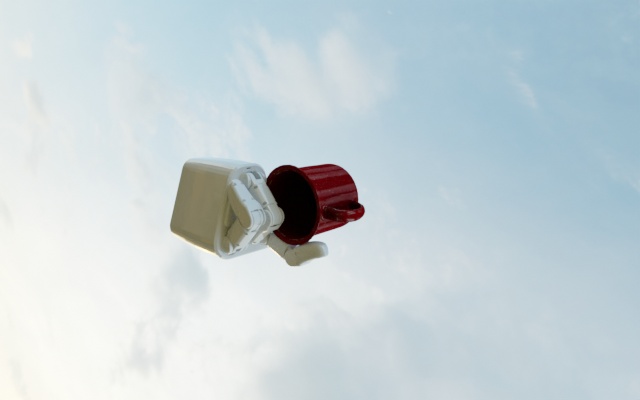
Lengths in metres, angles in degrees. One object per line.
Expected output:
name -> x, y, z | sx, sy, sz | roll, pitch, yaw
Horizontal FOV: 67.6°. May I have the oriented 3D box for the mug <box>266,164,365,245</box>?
mug -> 0.001, 0.002, 0.561 | 0.117, 0.093, 0.081 | 14, 18, 39
